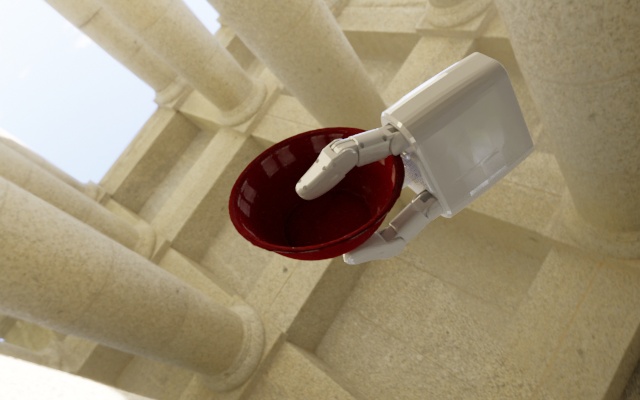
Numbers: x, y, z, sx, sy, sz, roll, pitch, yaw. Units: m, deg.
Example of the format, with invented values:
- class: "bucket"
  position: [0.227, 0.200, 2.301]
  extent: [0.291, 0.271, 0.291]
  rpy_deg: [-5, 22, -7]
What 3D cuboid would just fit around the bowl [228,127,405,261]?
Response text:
- class: "bowl"
  position: [-0.001, 0.002, 0.444]
  extent: [0.162, 0.055, 0.162]
  rpy_deg: [-10, 43, 9]
